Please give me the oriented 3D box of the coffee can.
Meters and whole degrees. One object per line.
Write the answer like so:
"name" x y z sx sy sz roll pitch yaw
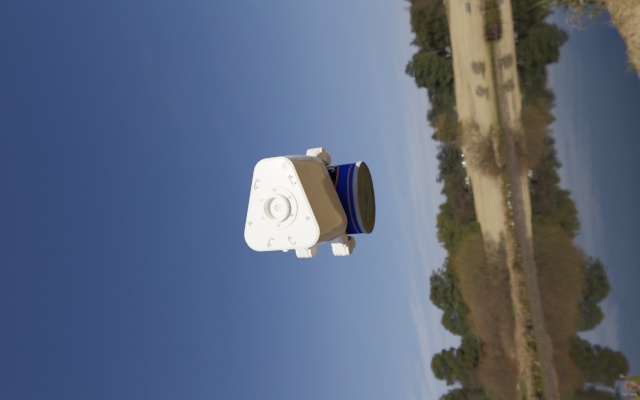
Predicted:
"coffee can" 0.000 0.002 0.693 0.140 0.103 0.103 -6 -2 19
